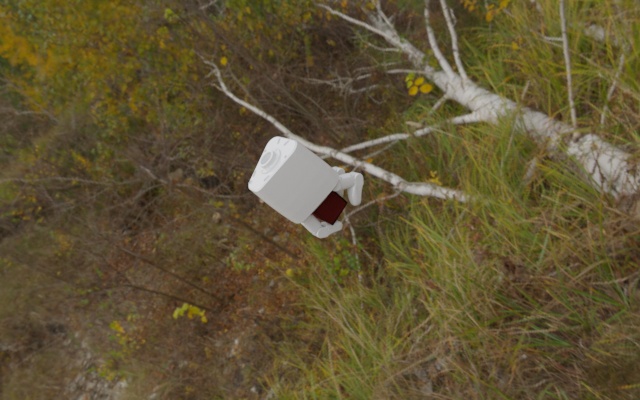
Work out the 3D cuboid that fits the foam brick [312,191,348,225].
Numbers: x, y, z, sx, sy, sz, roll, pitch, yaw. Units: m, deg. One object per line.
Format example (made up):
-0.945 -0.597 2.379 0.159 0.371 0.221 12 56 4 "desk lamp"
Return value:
0.000 0.003 0.873 0.051 0.053 0.078 39 -11 -34 "foam brick"
